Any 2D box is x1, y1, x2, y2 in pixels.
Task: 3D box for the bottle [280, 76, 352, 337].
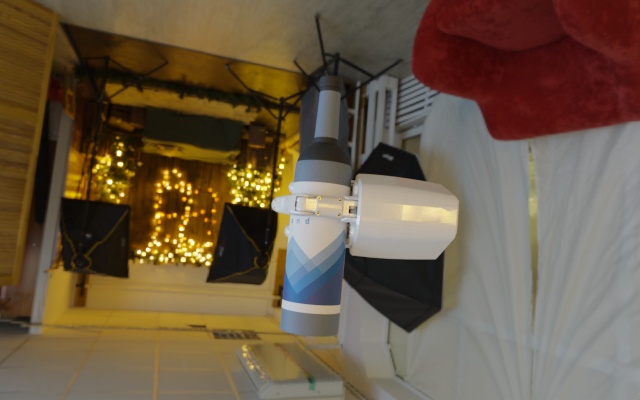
[{"bbox_3d":[0.000,0.002,0.554,0.069,0.295,0.069,5,-5,0],"label":"bottle"}]
